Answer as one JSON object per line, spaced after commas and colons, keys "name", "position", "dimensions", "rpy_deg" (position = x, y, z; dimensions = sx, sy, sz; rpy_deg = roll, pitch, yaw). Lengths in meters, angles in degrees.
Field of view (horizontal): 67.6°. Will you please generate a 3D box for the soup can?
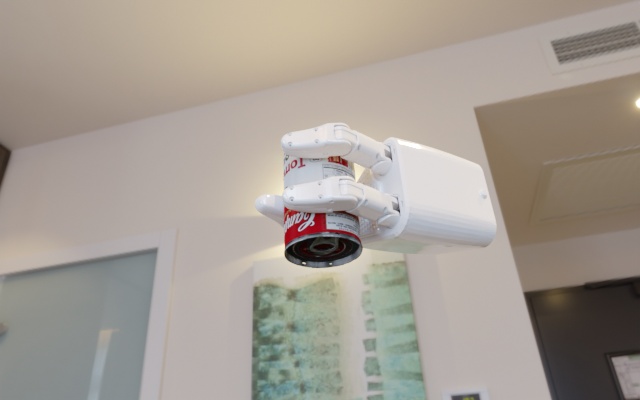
{"name": "soup can", "position": [0.000, 0.001, 0.434], "dimensions": [0.068, 0.102, 0.068], "rpy_deg": [-3, -29, -1]}
